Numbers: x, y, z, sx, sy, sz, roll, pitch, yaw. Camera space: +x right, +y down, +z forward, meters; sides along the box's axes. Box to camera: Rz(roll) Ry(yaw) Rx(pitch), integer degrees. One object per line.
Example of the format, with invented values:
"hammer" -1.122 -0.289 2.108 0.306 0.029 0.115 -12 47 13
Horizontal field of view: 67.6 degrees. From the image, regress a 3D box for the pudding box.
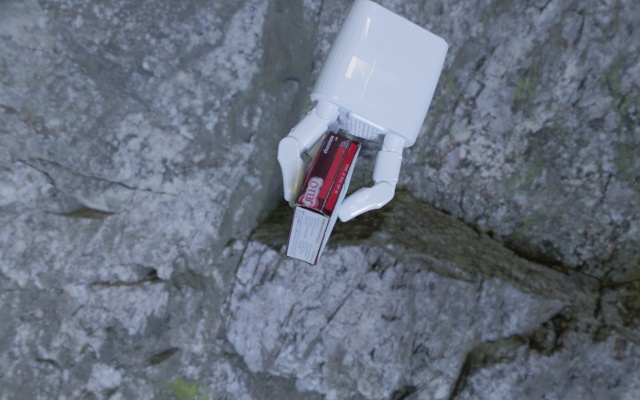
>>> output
"pudding box" 0.000 0.002 0.468 0.039 0.090 0.114 21 -32 6
